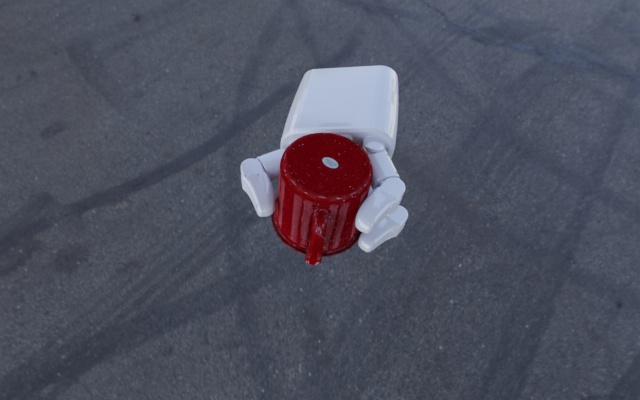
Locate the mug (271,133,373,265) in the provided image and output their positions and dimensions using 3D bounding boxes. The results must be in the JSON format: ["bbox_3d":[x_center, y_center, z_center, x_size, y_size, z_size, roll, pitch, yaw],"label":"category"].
[{"bbox_3d":[0.000,0.002,0.433,0.093,0.117,0.082,11,-37,0],"label":"mug"}]
